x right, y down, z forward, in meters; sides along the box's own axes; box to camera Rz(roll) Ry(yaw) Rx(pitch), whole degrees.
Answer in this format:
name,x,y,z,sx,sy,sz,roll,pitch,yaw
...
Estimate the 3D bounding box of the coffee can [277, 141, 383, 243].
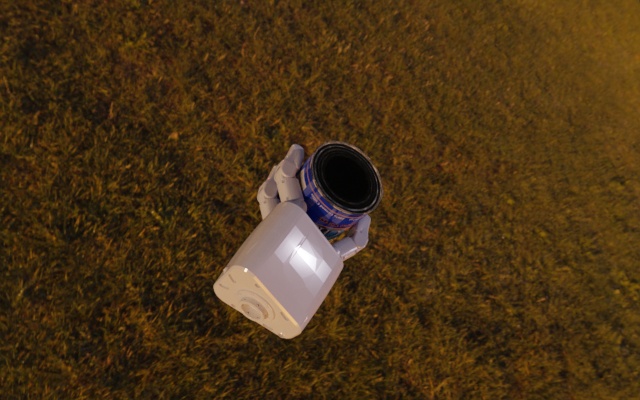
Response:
name,x,y,z,sx,sy,sz,roll,pitch,yaw
coffee can,0.000,0.002,0.628,0.103,0.102,0.140,0,-27,-33
